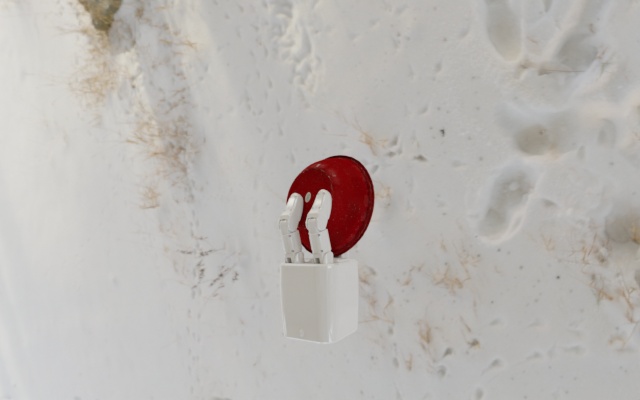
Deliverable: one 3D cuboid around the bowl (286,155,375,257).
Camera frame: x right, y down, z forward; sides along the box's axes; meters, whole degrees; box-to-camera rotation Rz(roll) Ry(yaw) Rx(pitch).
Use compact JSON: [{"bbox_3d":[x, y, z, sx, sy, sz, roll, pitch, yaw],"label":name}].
[{"bbox_3d":[0.000,0.001,0.714,0.162,0.162,0.055,0,-13,42],"label":"bowl"}]
